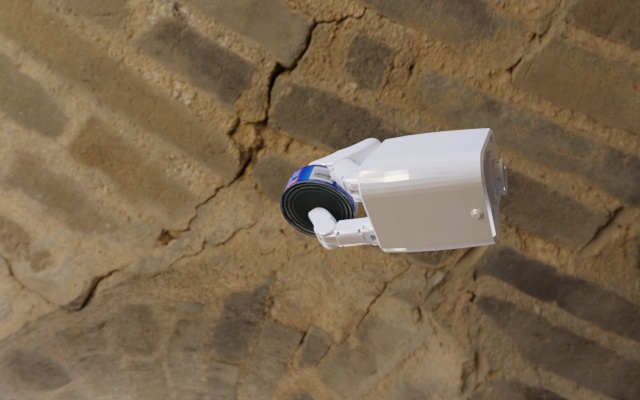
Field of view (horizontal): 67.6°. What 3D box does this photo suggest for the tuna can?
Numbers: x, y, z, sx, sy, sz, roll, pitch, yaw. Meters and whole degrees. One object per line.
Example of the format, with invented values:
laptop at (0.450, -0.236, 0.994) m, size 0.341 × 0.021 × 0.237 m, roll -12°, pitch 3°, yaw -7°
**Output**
tuna can at (0.000, 0.001, 0.537) m, size 0.086 × 0.086 × 0.033 m, roll 0°, pitch 42°, yaw 19°
